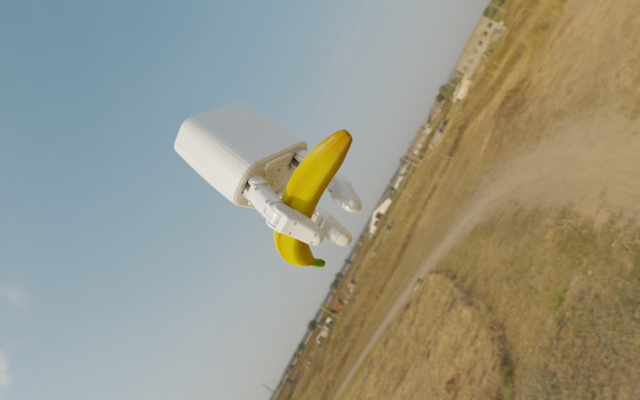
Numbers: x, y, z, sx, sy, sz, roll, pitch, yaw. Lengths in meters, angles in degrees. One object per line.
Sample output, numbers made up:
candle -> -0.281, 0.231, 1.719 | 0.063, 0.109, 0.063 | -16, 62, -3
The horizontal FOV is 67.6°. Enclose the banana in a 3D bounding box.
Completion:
banana -> -0.015, 0.010, 0.514 | 0.069, 0.198, 0.037 | -21, 51, -32
